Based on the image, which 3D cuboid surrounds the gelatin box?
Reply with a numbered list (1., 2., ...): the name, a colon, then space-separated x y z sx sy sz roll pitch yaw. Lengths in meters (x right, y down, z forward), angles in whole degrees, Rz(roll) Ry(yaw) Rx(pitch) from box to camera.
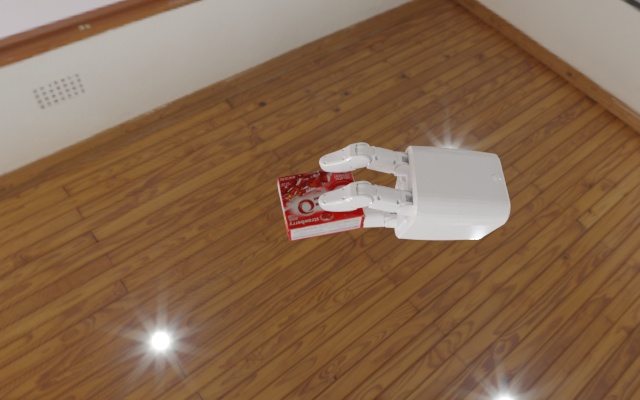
1. gelatin box: 0.000 0.002 0.551 0.089 0.073 0.030 -10 -33 -6
